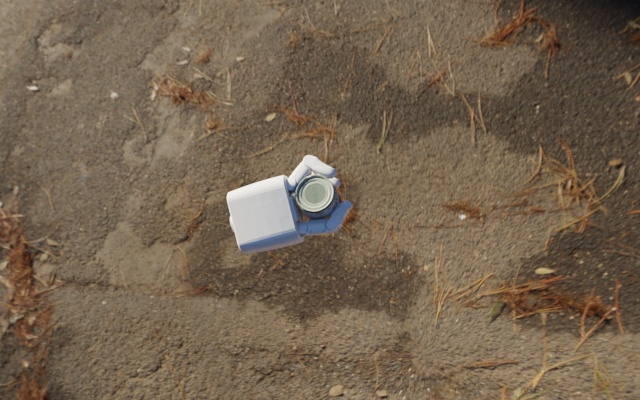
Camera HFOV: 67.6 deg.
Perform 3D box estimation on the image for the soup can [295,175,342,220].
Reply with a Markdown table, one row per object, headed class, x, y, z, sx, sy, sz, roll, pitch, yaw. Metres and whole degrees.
| class | x | y | z | sx | sy | sz | roll | pitch | yaw |
| --- | --- | --- | --- | --- | --- | --- | --- | --- | --- |
| soup can | 0.001 | 0.003 | 0.824 | 0.068 | 0.068 | 0.102 | 0 | -17 | 12 |
